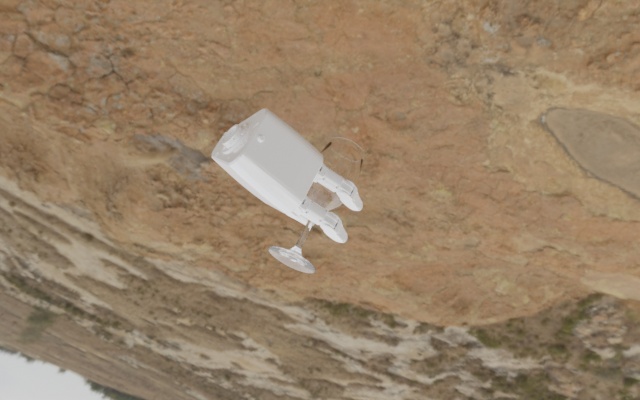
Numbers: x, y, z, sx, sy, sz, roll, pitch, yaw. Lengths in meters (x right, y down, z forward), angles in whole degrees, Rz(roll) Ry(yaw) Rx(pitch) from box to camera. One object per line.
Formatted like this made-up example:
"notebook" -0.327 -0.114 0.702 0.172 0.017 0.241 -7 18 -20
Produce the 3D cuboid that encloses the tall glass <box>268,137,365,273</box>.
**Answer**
"tall glass" 0.000 0.003 0.711 0.079 0.201 0.079 23 -23 10
